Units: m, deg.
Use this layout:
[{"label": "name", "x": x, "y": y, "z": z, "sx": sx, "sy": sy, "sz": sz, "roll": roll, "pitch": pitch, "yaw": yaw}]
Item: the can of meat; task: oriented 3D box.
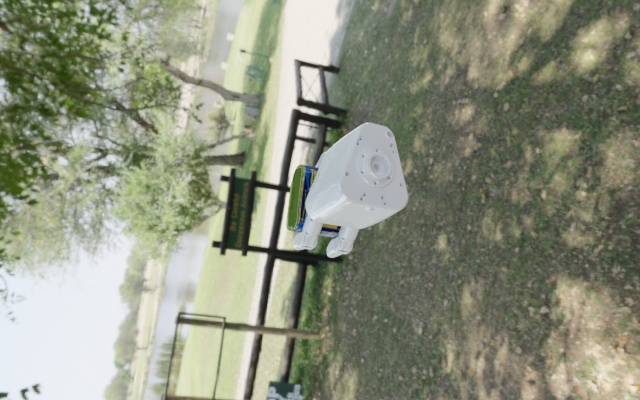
[{"label": "can of meat", "x": 0.000, "y": 0.002, "z": 0.702, "sx": 0.084, "sy": 0.102, "sz": 0.057, "roll": 10, "pitch": -13, "yaw": -20}]
